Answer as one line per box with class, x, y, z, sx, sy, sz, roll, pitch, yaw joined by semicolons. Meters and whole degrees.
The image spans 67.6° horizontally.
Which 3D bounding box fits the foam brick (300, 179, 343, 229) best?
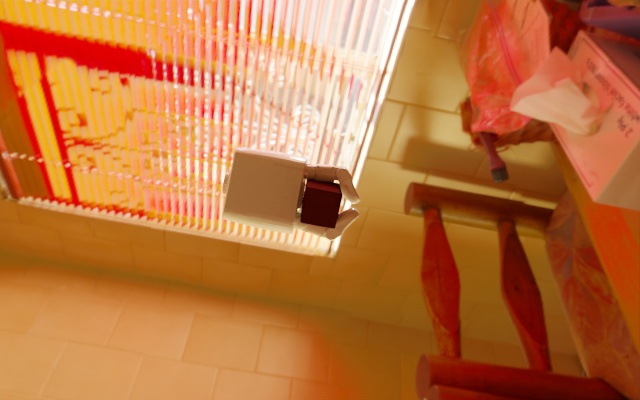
foam brick;0.000;0.002;0.690;0.051;0.053;0.078;11;12;-4
